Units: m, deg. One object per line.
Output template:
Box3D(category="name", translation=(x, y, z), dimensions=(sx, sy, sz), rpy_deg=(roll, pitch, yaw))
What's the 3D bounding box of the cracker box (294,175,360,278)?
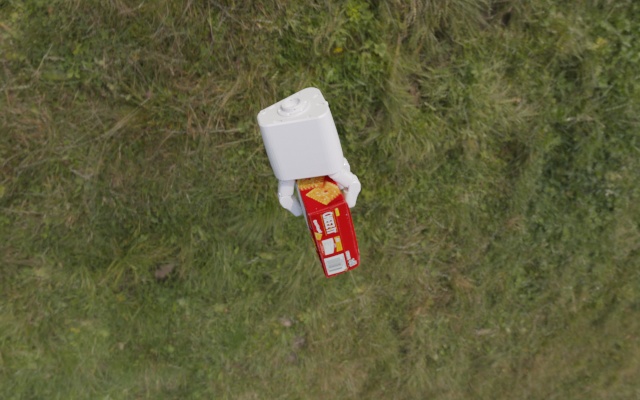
Box3D(category="cracker box", translation=(0.000, 0.003, 0.856), dimensions=(0.072, 0.164, 0.213), rpy_deg=(-18, 42, -3))
